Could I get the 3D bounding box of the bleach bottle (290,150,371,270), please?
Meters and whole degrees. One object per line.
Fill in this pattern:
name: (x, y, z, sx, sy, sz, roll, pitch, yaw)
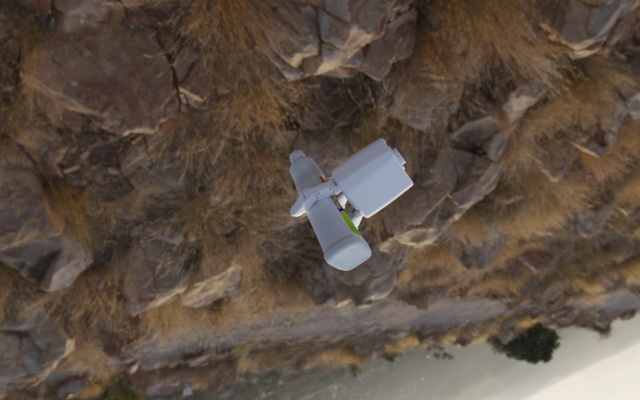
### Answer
bleach bottle: (0.000, 0.003, 0.867, 0.068, 0.250, 0.103, -35, -31, 10)
